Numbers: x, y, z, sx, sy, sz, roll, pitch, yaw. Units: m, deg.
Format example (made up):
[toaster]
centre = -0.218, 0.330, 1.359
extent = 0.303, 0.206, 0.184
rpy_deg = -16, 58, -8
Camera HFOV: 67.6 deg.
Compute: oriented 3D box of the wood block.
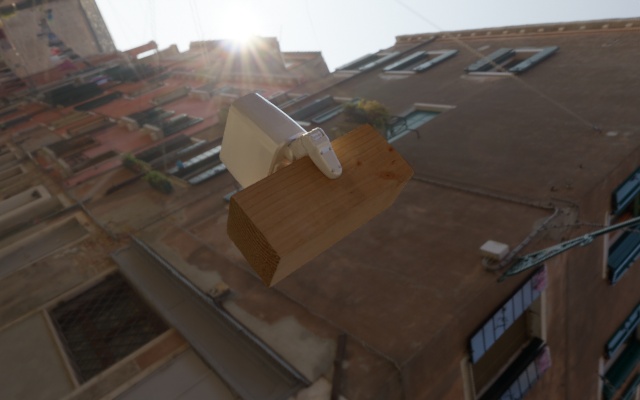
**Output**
[wood block]
centre = 0.000, 0.001, 0.574
extent = 0.206, 0.090, 0.091
rpy_deg = -32, -19, -28
